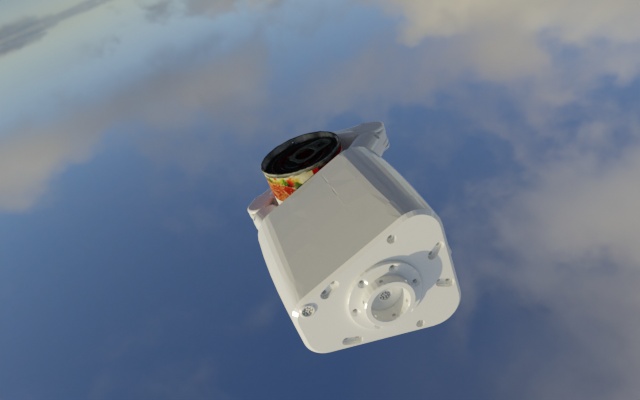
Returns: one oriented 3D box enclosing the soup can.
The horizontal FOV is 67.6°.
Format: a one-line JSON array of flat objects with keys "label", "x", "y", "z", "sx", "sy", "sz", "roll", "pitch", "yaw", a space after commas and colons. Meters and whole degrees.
[{"label": "soup can", "x": 0.000, "y": 0.001, "z": 0.411, "sx": 0.068, "sy": 0.102, "sz": 0.068, "roll": -17, "pitch": 30, "yaw": 10}]
